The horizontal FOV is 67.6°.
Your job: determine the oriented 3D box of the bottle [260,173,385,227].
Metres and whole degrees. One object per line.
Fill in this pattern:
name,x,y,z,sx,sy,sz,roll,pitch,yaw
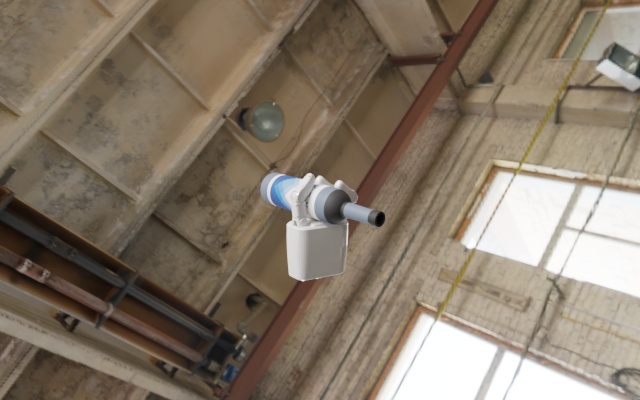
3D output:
bottle,0.000,0.003,0.899,0.069,0.069,0.295,0,11,-44
